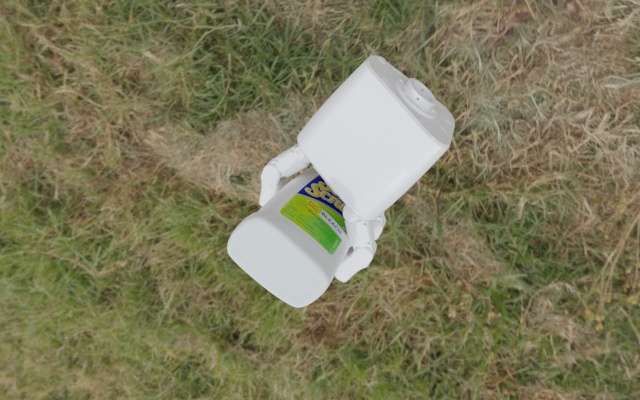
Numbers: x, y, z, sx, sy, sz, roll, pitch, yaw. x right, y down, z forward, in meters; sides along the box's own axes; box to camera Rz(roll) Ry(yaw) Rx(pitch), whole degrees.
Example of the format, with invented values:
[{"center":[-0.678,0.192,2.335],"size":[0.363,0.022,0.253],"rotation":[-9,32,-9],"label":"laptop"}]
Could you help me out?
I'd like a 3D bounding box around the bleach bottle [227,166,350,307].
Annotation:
[{"center":[0.000,0.002,0.532],"size":[0.068,0.102,0.250],"rotation":[-45,6,34],"label":"bleach bottle"}]
